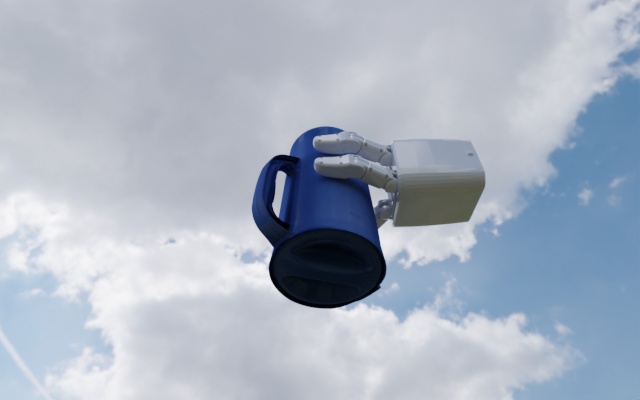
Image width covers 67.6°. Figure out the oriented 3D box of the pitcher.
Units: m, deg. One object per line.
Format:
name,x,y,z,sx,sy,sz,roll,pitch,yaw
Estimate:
pitcher,0.000,0.002,0.619,0.145,0.149,0.242,-3,40,2
